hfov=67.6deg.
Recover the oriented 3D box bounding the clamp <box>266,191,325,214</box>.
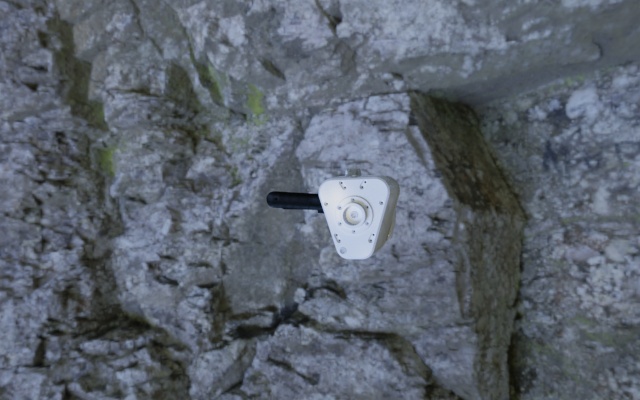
[{"bbox_3d":[0.000,0.003,0.750,0.171,0.039,0.120,-1,3,15],"label":"clamp"}]
